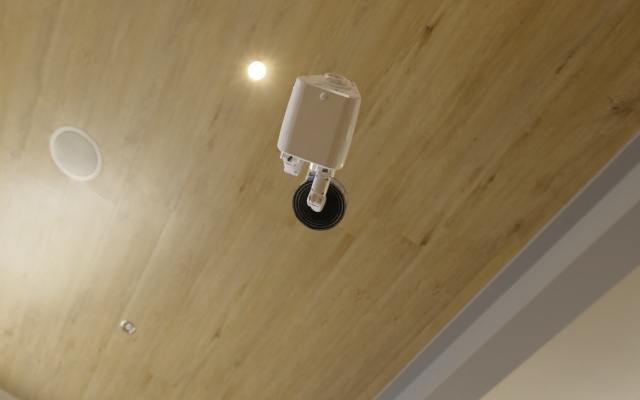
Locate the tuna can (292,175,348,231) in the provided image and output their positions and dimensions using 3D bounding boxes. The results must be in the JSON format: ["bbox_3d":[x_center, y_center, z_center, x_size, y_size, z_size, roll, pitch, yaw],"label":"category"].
[{"bbox_3d":[0.000,0.002,0.761,0.086,0.086,0.033,0,20,12],"label":"tuna can"}]
